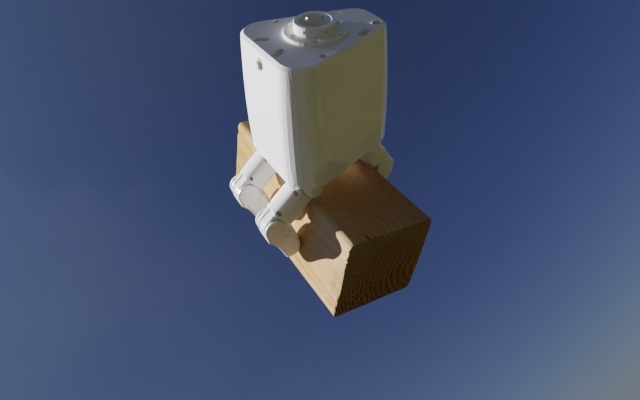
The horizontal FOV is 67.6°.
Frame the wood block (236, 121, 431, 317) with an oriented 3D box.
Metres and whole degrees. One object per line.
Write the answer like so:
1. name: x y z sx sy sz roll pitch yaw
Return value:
1. wood block: 0.000 0.001 0.480 0.091 0.090 0.206 -15 44 -29
